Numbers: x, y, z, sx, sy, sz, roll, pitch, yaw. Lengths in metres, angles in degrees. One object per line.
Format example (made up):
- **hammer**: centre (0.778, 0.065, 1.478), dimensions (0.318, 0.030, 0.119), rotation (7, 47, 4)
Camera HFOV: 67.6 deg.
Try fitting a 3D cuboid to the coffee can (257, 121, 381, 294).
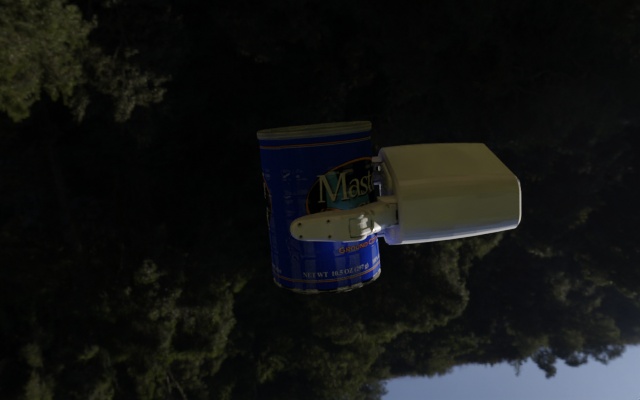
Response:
- **coffee can**: centre (0.000, 0.001, 0.442), dimensions (0.103, 0.140, 0.103), rotation (-5, 11, 1)
